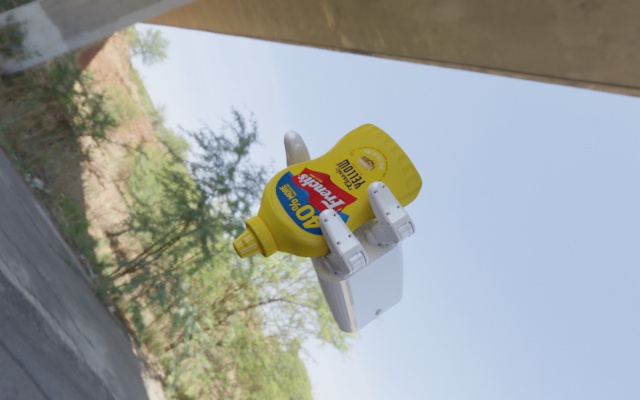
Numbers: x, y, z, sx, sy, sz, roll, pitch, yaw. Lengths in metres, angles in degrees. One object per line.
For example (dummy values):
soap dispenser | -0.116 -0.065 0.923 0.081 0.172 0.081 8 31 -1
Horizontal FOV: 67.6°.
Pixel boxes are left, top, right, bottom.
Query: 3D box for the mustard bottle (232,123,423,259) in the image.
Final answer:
mustard bottle | 0.000 0.001 0.476 0.191 0.096 0.058 -30 -20 -17
